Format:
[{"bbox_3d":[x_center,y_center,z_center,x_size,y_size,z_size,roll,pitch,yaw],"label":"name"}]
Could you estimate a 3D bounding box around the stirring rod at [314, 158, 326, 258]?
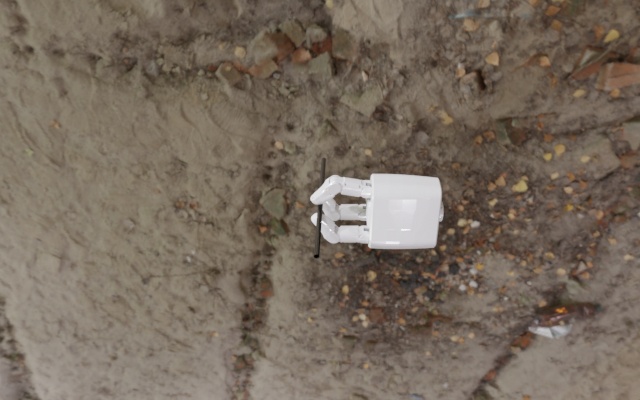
[{"bbox_3d":[0.000,0.002,0.759,0.011,0.011,0.239,0,39,3],"label":"stirring rod"}]
